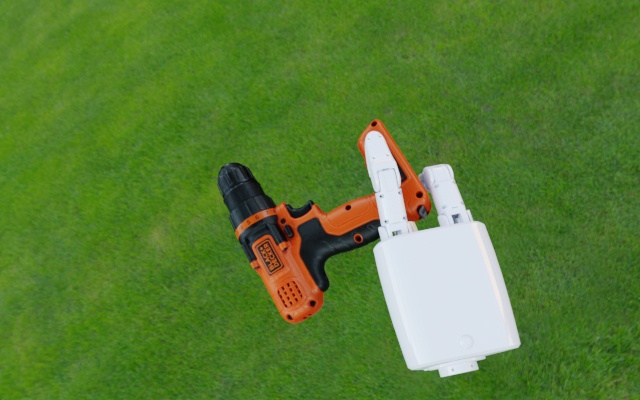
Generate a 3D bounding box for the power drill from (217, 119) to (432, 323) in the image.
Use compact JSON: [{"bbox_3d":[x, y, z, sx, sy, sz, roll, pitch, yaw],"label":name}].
[{"bbox_3d":[0.001,0.002,0.482,0.187,0.184,0.057,-33,-17,9],"label":"power drill"}]
